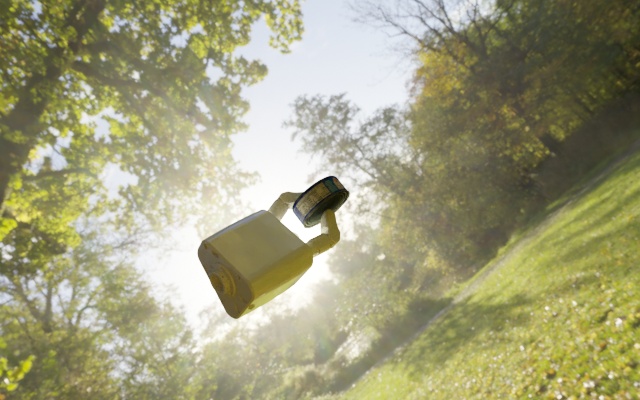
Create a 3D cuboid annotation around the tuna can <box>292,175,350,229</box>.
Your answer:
[{"bbox_3d":[0.000,0.002,0.710,0.086,0.033,0.086,-35,-17,-12],"label":"tuna can"}]
